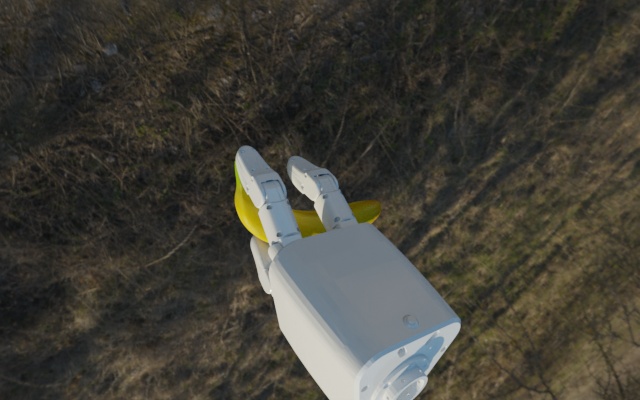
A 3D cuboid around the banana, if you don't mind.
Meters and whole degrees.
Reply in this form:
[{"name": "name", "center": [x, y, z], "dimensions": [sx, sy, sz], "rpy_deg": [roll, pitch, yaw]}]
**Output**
[{"name": "banana", "center": [-0.012, 0.016, 0.468], "dimensions": [0.198, 0.070, 0.037], "rpy_deg": [16, 21, -46]}]
